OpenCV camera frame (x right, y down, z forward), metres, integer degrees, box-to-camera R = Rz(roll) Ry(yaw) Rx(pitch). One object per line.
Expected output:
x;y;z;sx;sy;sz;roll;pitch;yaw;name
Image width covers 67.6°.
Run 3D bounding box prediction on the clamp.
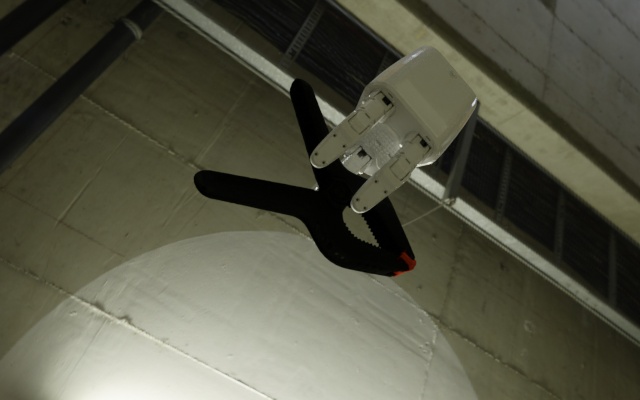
0.000;0.002;0.437;0.164;0.210;0.036;-44;5;-36;clamp
